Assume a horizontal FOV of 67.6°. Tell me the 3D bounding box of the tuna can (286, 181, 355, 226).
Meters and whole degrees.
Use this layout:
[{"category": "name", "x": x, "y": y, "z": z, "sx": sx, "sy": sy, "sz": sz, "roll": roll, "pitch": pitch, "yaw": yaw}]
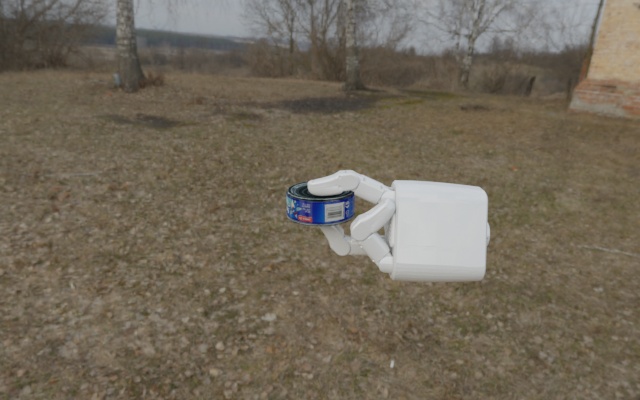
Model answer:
[{"category": "tuna can", "x": 0.000, "y": 0.001, "z": 0.593, "sx": 0.086, "sy": 0.034, "sz": 0.086, "roll": -1, "pitch": 18, "yaw": 0}]
